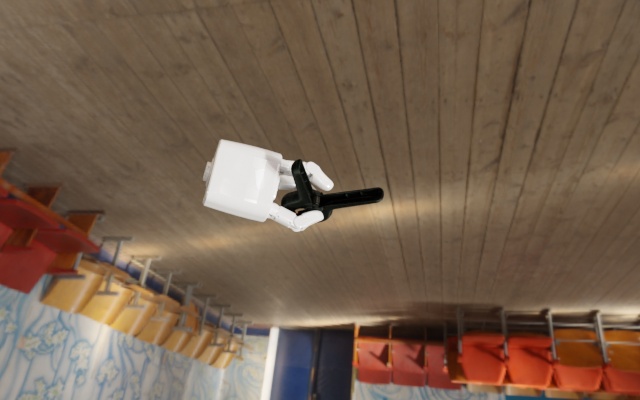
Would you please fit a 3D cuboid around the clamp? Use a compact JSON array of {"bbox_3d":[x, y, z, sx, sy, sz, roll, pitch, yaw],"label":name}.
[{"bbox_3d":[0.000,0.004,0.830,0.164,0.036,0.210,16,-28,-15],"label":"clamp"}]
